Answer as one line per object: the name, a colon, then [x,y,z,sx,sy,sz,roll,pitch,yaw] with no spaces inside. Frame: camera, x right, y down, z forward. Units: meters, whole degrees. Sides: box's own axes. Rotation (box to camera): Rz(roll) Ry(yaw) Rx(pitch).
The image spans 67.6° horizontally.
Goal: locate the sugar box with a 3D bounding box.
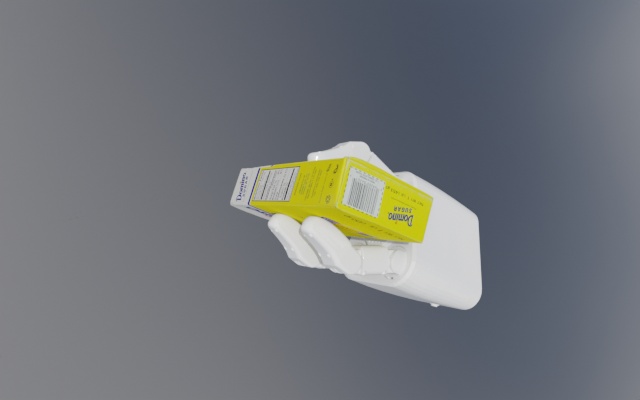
sugar box: [0.000,0.002,0.422,0.093,0.048,0.176,23,-16,-32]
